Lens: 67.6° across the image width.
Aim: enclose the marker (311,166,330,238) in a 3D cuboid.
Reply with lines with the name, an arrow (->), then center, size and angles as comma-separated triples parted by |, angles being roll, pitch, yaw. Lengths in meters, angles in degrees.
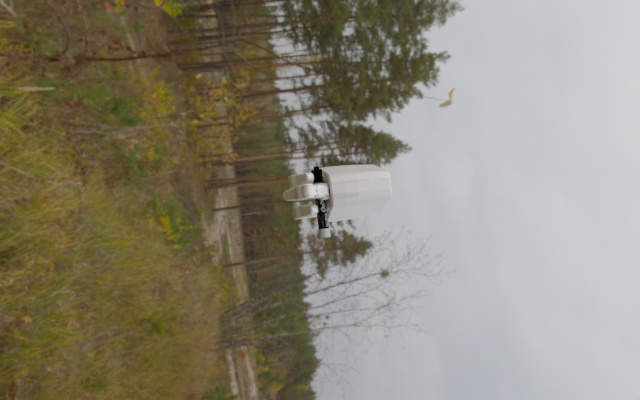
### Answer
marker -> 0.000, 0.003, 0.808 | 0.020, 0.121, 0.020 | -7, -3, 0
